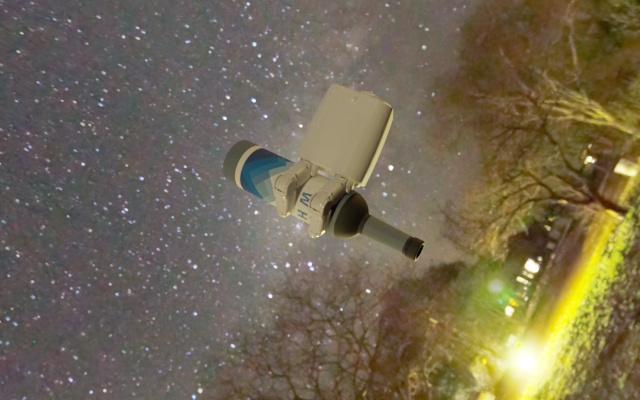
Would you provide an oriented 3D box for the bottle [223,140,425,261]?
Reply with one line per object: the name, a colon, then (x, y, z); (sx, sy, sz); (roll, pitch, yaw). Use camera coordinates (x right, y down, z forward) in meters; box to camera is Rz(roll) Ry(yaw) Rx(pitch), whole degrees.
bottle: (0.000, 0.002, 0.637); (0.295, 0.069, 0.069); (26, 12, 24)
